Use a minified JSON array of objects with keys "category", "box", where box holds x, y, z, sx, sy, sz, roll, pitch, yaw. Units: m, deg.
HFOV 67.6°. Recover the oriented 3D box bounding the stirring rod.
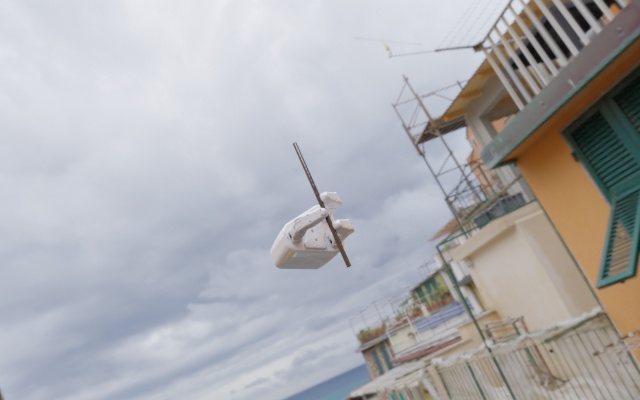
[{"category":"stirring rod","box":[0.000,0.003,0.810,0.011,0.239,0.011,-21,-19,-8]}]
